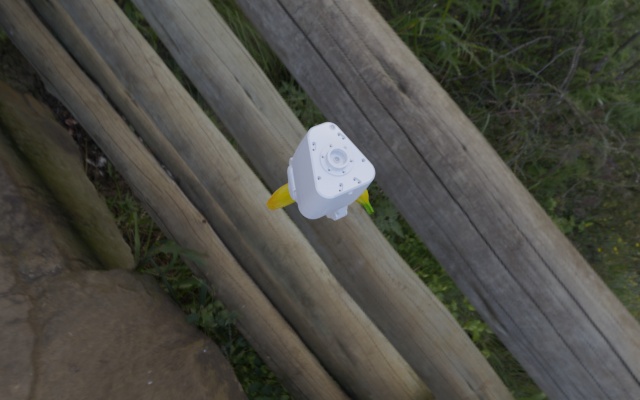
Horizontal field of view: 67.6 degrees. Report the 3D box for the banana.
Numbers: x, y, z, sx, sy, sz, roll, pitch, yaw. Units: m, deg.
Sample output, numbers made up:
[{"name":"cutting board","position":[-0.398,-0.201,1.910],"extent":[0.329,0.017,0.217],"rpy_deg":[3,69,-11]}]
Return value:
[{"name":"banana","position":[0.003,-0.015,0.848],"extent":[0.198,0.069,0.037],"rpy_deg":[3,-15,-13]}]
